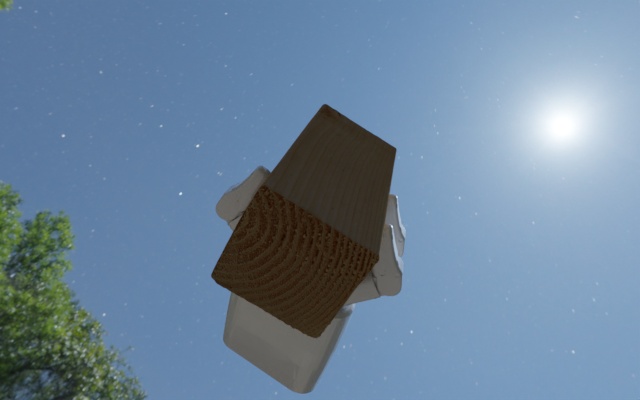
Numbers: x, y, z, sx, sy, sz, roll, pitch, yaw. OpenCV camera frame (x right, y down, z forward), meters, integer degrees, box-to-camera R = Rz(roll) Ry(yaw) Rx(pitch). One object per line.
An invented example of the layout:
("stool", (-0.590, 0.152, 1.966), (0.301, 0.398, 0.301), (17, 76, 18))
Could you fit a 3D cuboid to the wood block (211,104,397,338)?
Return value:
("wood block", (0.000, 0.001, 0.407), (0.091, 0.090, 0.206), (31, 28, -4))
